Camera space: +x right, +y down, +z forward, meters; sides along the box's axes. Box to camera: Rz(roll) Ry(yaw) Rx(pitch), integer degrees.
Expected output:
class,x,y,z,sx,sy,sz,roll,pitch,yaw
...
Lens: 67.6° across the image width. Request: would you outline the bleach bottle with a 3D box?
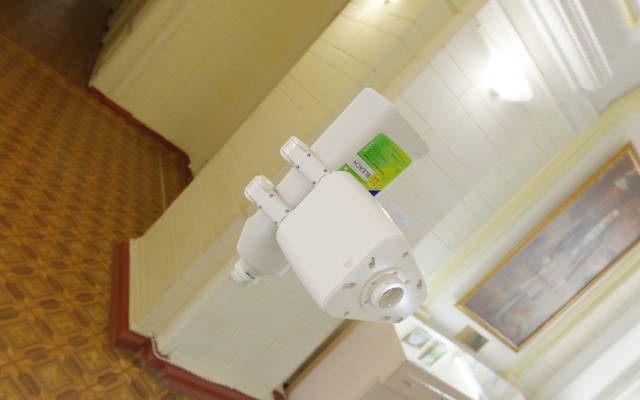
class,x,y,z,sx,sy,sz,roll,pitch,yaw
bleach bottle,0.000,0.002,0.526,0.103,0.251,0.068,36,10,-42
